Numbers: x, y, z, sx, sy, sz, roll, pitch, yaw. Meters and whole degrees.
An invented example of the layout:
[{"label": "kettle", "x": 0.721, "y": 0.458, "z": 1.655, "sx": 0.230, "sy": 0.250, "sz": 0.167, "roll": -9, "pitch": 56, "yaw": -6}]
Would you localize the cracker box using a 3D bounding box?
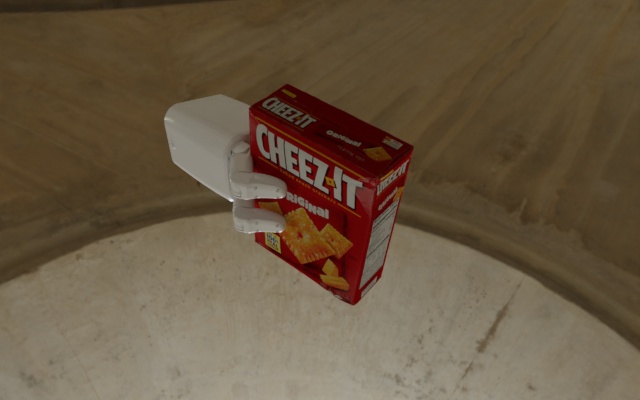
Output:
[{"label": "cracker box", "x": 0.000, "y": 0.002, "z": 0.542, "sx": 0.164, "sy": 0.214, "sz": 0.072, "roll": 31, "pitch": 51, "yaw": 23}]
